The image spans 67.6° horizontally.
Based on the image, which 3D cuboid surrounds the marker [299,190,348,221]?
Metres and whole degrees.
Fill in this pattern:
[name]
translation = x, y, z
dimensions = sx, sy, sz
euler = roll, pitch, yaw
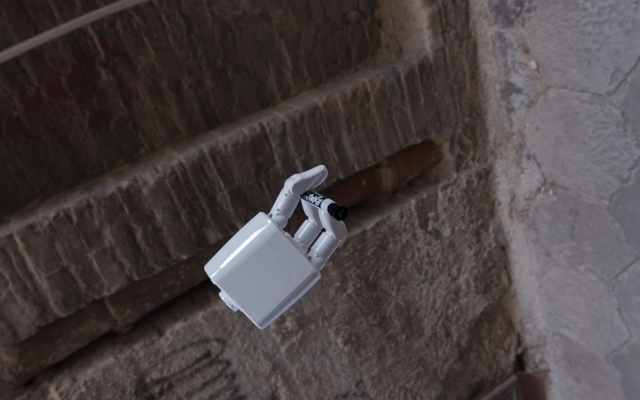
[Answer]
[marker]
translation = 0.000, 0.002, 0.605
dimensions = 0.020, 0.020, 0.121
euler = 0, 14, -27
